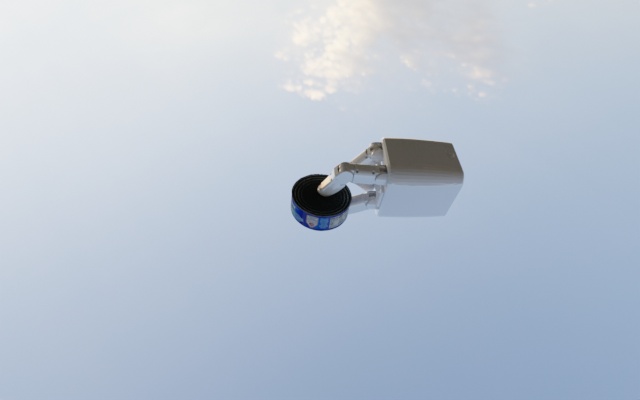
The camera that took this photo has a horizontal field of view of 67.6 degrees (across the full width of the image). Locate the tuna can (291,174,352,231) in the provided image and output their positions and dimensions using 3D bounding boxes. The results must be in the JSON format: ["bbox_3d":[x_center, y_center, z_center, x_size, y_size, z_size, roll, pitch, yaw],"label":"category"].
[{"bbox_3d":[0.000,0.003,0.683,0.086,0.034,0.086,5,44,-5],"label":"tuna can"}]
